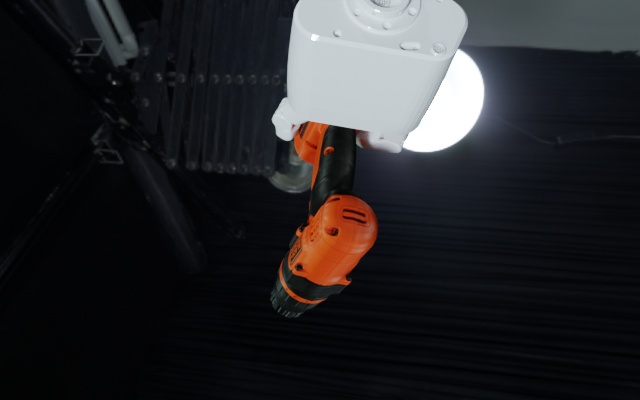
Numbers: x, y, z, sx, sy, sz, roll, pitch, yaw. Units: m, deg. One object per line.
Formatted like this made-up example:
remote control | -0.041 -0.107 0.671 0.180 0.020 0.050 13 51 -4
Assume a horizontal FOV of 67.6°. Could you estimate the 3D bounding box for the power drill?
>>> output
power drill | 0.000 0.001 0.445 0.057 0.187 0.184 13 -34 -16
